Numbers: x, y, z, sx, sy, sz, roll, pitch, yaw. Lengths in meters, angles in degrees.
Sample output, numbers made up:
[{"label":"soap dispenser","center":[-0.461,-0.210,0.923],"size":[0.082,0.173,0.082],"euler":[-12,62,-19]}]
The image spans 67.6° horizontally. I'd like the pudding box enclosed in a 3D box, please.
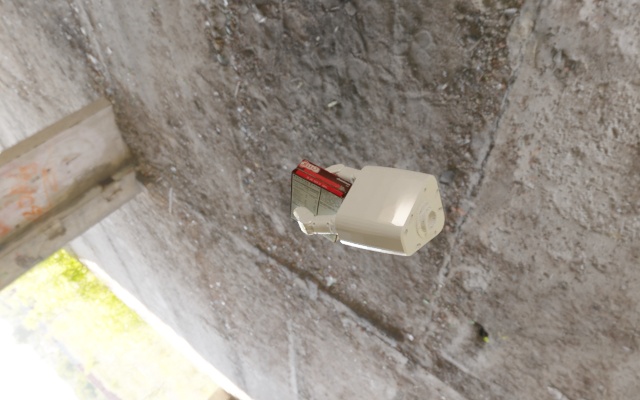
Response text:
[{"label":"pudding box","center":[0.000,0.002,0.718],"size":[0.090,0.114,0.039],"euler":[29,52,18]}]
